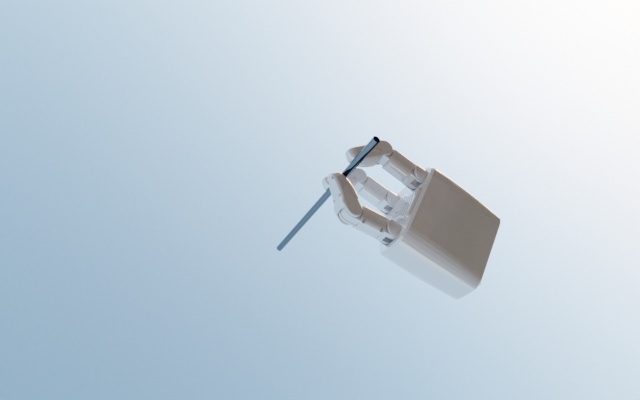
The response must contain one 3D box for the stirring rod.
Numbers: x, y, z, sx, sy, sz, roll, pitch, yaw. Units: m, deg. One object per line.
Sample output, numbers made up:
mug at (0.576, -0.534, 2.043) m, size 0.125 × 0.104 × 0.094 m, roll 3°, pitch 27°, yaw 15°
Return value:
stirring rod at (0.000, 0.002, 0.564) m, size 0.011 × 0.011 × 0.240 m, roll 0°, pitch -32°, yaw -33°
